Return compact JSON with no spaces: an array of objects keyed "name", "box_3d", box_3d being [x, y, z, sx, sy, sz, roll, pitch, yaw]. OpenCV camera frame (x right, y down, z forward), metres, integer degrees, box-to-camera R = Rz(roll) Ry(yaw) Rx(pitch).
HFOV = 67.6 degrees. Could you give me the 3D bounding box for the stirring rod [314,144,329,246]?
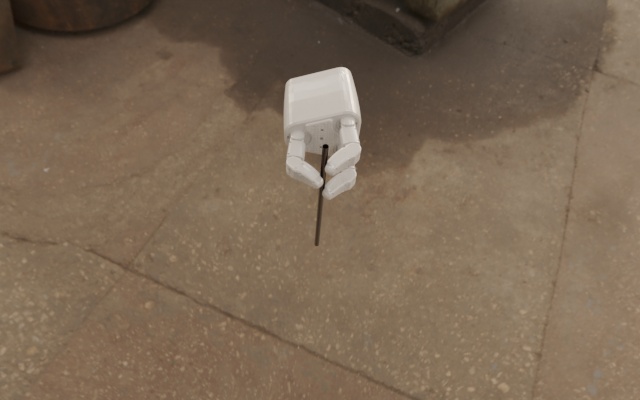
[{"name":"stirring rod","box_3d":[0.000,0.002,0.699,0.011,0.011,0.240,0,-36,-4]}]
